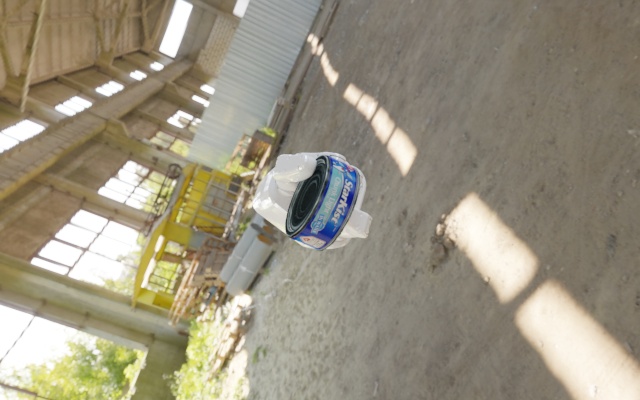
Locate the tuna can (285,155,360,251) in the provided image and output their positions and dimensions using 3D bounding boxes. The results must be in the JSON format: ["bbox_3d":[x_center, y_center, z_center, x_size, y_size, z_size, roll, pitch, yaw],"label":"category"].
[{"bbox_3d":[0.000,0.001,0.445,0.034,0.086,0.086,25,-8,-18],"label":"tuna can"}]
